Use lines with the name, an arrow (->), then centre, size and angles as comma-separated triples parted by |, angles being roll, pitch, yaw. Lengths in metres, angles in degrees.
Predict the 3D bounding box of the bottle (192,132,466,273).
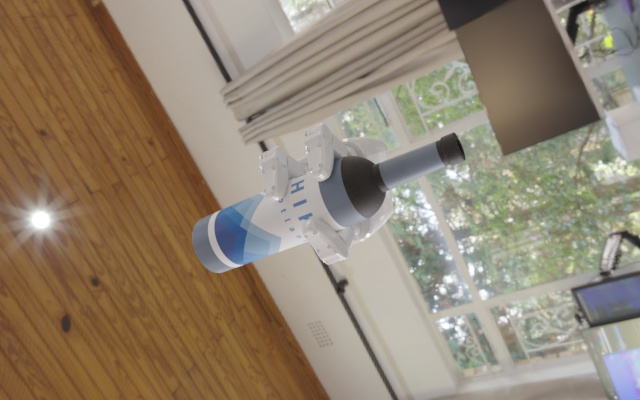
bottle -> 0.000, 0.002, 0.485 | 0.296, 0.069, 0.069 | -22, -10, 25
